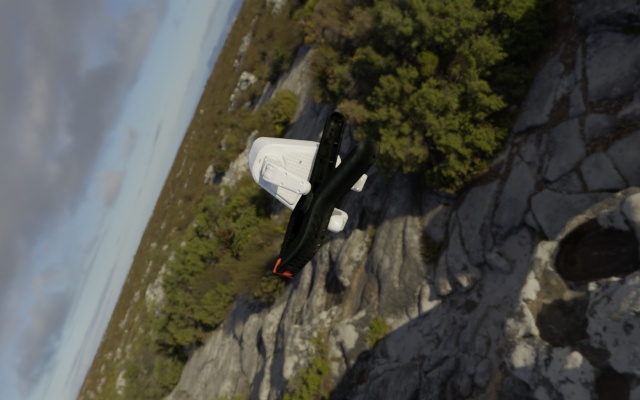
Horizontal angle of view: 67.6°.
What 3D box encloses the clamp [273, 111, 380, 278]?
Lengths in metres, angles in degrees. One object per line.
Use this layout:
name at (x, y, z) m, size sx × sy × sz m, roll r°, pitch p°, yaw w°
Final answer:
clamp at (-0.001, 0.002, 0.553) m, size 0.036 × 0.210 × 0.164 m, roll 21°, pitch 9°, yaw -17°
